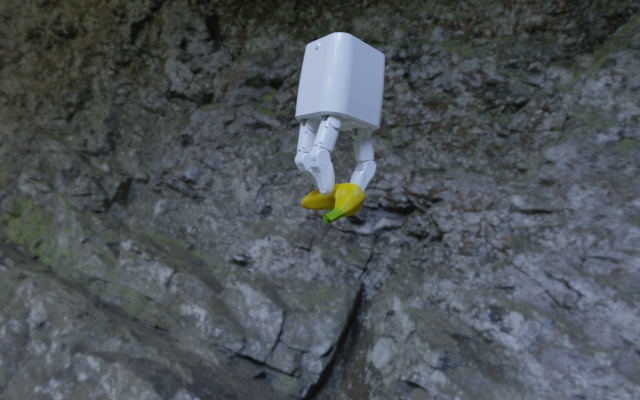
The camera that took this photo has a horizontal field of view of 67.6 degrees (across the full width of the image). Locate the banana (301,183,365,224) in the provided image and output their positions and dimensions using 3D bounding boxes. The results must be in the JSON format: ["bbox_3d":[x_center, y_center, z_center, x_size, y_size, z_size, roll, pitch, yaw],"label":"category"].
[{"bbox_3d":[0.019,-0.002,0.646,0.069,0.037,0.198,-13,5,-9],"label":"banana"}]
